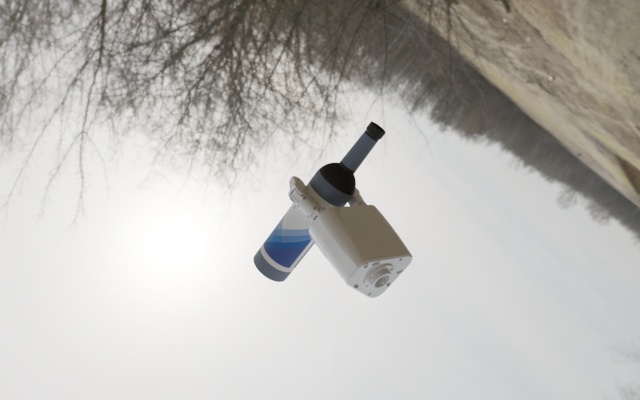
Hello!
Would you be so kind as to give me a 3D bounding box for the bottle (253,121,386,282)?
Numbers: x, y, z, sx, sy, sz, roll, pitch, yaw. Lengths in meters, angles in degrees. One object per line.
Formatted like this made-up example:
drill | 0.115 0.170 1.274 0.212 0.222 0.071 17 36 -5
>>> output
bottle | 0.000 0.003 0.744 0.069 0.296 0.069 32 21 -14
